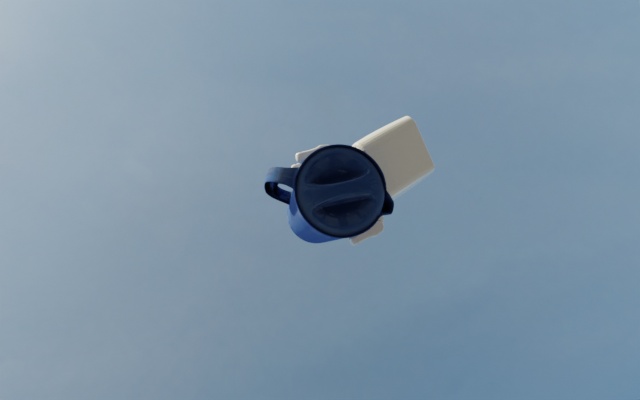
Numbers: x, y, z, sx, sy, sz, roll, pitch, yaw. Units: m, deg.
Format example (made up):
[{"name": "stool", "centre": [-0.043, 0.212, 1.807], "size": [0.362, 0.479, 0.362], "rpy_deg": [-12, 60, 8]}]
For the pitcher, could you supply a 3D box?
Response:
[{"name": "pitcher", "centre": [0.000, 0.002, 0.771], "size": [0.145, 0.149, 0.243], "rpy_deg": [-31, -4, -14]}]
